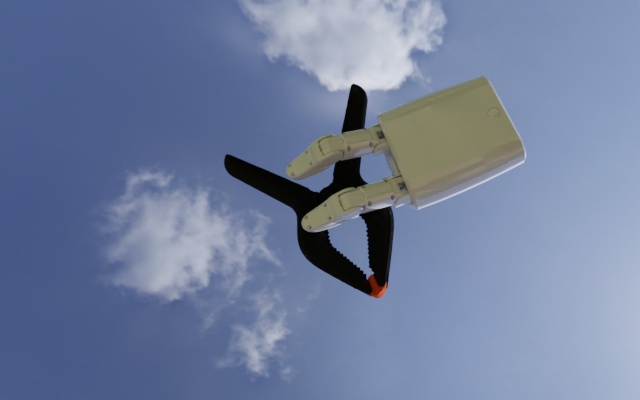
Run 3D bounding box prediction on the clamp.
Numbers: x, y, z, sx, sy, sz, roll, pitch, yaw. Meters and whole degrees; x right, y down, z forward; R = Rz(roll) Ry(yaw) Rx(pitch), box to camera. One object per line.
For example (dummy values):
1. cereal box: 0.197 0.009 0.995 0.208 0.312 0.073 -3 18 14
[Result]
1. clamp: 0.001 0.002 0.468 0.164 0.210 0.036 -23 -20 7
